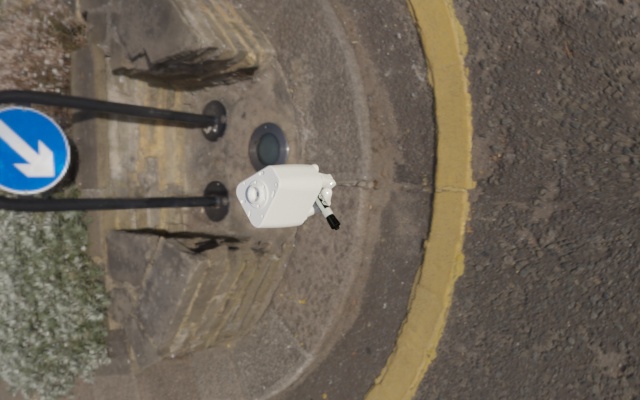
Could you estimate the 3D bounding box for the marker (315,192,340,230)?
[{"bbox_3d":[0.000,0.003,0.863,0.020,0.121,0.020,-27,-22,-12],"label":"marker"}]
